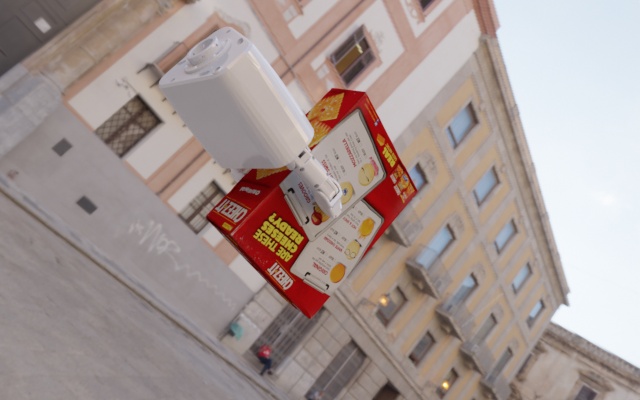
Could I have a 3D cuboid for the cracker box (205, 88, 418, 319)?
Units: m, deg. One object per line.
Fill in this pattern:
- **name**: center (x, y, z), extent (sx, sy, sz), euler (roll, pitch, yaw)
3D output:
- **cracker box**: center (0.000, 0.002, 0.556), extent (0.072, 0.213, 0.164), euler (24, -24, 50)
